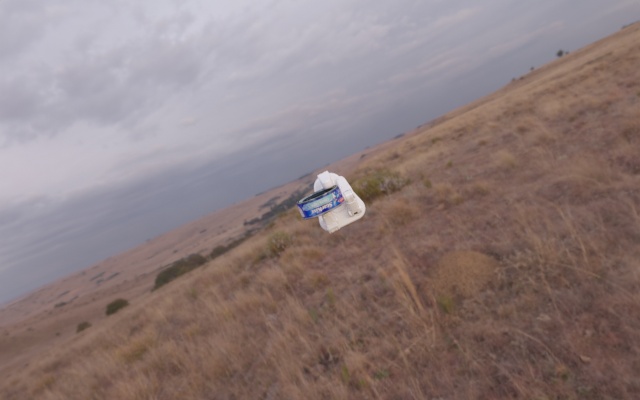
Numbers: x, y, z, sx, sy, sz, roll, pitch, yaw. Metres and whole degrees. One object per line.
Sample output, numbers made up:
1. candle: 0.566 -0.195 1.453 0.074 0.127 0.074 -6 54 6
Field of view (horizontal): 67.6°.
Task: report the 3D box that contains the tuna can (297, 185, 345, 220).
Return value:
1. tuna can: 0.000 0.002 0.886 0.086 0.034 0.086 -23 8 4
